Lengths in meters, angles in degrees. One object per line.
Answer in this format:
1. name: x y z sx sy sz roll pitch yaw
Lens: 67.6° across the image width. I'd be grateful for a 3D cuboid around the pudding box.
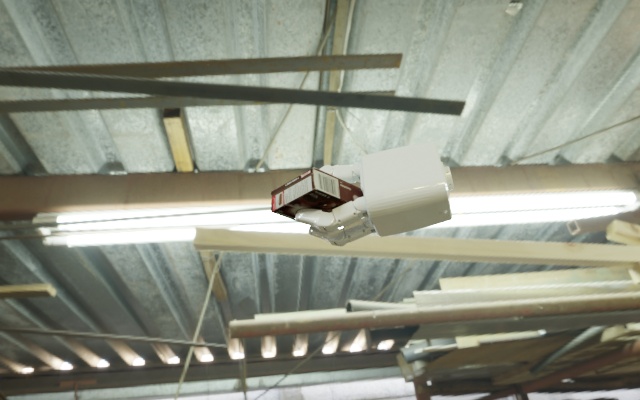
1. pudding box: 0.000 0.002 0.676 0.113 0.039 0.090 24 -39 -39
